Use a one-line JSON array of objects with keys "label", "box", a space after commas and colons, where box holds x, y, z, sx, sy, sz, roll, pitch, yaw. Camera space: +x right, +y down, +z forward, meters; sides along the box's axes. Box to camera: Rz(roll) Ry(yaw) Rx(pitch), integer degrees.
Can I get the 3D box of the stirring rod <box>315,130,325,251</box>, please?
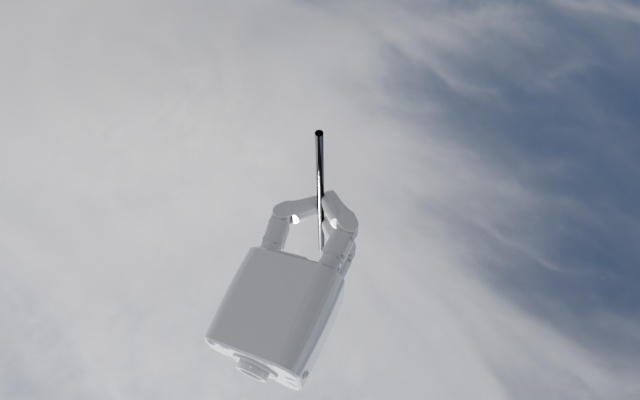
[{"label": "stirring rod", "box": [0.000, 0.002, 0.530, 0.011, 0.011, 0.240, 0, -31, 1]}]
